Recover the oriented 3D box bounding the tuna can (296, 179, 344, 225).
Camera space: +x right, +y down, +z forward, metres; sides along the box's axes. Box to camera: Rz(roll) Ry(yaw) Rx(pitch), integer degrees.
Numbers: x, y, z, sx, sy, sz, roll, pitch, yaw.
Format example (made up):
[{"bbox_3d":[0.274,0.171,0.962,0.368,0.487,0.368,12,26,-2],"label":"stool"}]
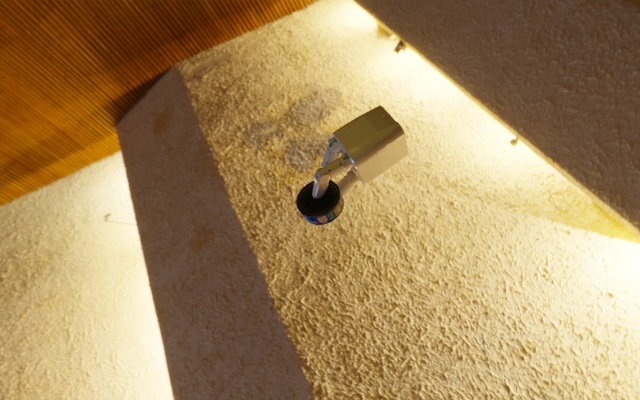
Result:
[{"bbox_3d":[0.000,0.003,0.891,0.086,0.086,0.034,0,-34,23],"label":"tuna can"}]
